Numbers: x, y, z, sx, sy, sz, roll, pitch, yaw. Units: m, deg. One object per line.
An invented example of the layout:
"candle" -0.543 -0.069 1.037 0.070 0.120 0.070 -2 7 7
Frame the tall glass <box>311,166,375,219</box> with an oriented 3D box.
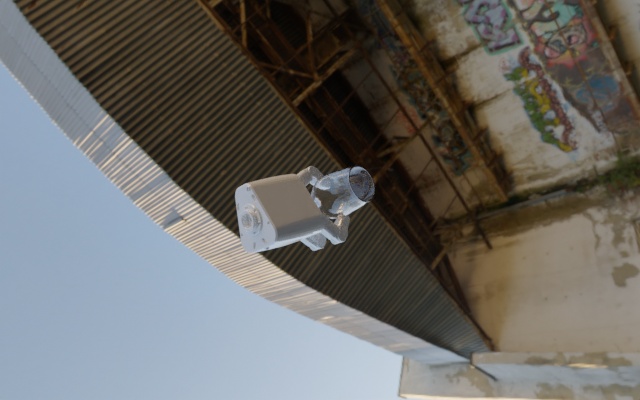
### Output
"tall glass" 0.000 0.003 0.831 0.079 0.079 0.201 0 -18 -45
